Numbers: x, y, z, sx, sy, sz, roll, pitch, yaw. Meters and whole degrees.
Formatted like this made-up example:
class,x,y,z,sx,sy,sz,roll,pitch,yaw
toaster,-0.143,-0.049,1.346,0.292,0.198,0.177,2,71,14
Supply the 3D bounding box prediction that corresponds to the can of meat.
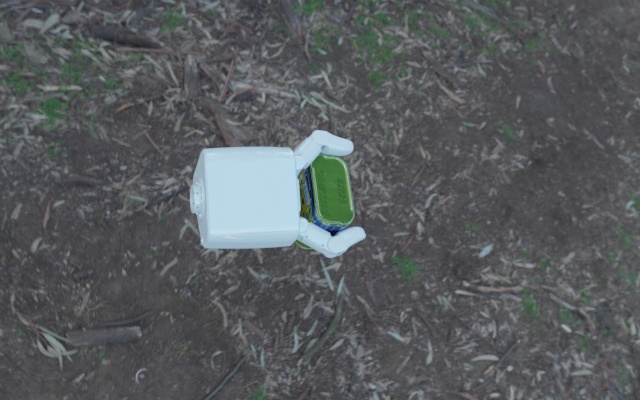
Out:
class,x,y,z,sx,sy,sz,roll,pitch,yaw
can of meat,0.000,0.002,0.622,0.057,0.102,0.084,2,-25,-22
